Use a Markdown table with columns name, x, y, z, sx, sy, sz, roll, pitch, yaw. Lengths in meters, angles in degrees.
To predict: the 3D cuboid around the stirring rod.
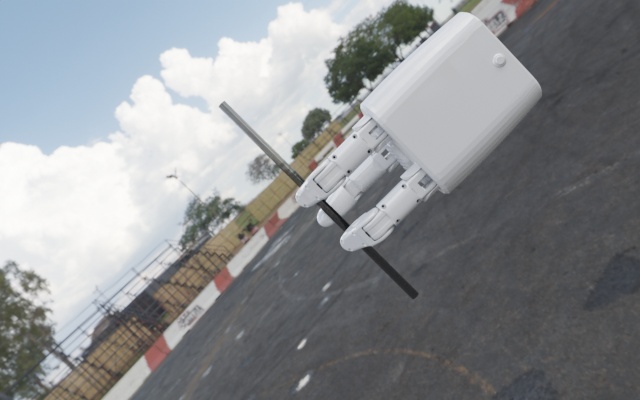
| name | x | y | z | sx | sy | sz | roll | pitch | yaw |
| --- | --- | --- | --- | --- | --- | --- | --- | --- | --- |
| stirring rod | 0.000 | 0.001 | 0.420 | 0.239 | 0.011 | 0.011 | 45 | 4 | -4 |
